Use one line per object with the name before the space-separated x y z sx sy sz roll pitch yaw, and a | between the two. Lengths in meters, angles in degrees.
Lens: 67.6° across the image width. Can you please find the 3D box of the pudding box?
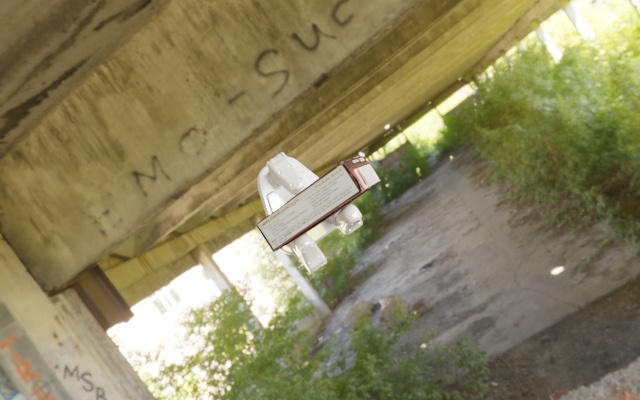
pudding box | 0.000 0.001 0.489 0.113 0.039 0.090 -37 -2 19
